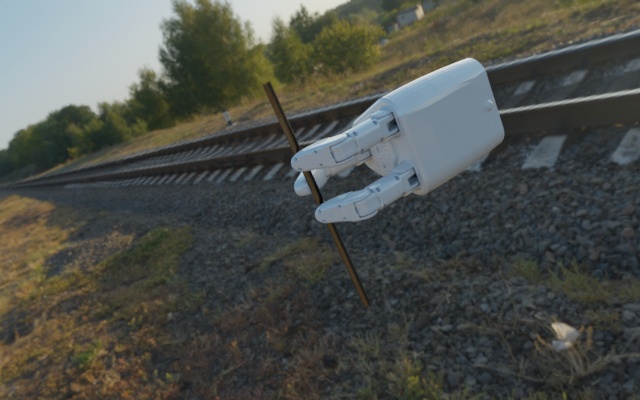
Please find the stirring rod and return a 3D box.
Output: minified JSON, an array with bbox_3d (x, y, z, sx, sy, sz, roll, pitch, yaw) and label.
[{"bbox_3d":[0.000,0.002,0.455,0.011,0.239,0.011,-22,17,7],"label":"stirring rod"}]
